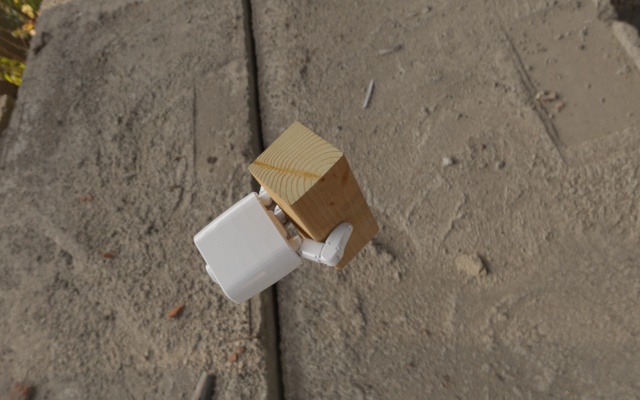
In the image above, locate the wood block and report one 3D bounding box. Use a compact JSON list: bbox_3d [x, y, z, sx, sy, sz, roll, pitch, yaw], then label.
[{"bbox_3d":[0.000,0.003,0.652,0.090,0.090,0.206,40,-10,33],"label":"wood block"}]
